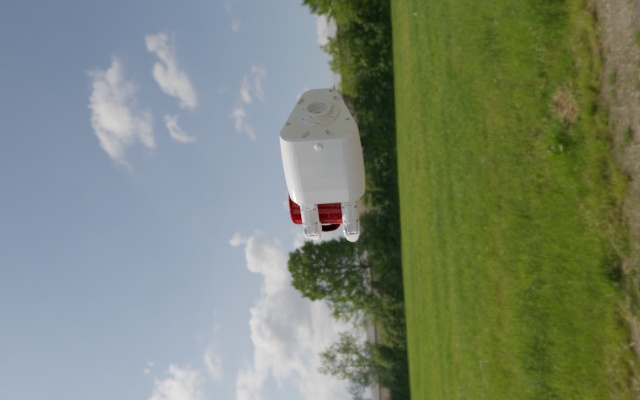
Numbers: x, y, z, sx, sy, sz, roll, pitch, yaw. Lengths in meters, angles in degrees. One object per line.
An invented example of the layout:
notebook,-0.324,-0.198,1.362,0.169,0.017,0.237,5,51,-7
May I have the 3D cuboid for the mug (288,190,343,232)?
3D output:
mug,0.000,0.003,0.710,0.081,0.093,0.117,-2,-45,6
